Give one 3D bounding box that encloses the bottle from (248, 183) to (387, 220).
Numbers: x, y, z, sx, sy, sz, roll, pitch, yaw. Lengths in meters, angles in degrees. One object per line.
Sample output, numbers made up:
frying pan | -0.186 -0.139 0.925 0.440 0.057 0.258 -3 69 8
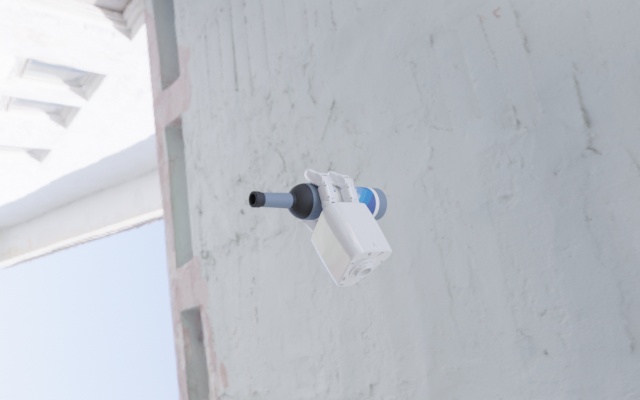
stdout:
bottle | 0.000 0.003 0.881 0.296 0.069 0.069 2 -2 -41
